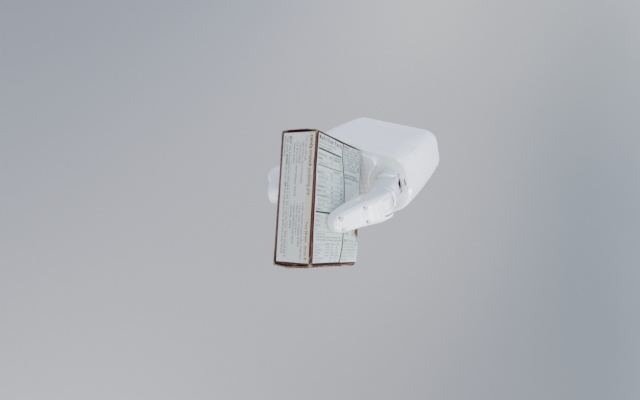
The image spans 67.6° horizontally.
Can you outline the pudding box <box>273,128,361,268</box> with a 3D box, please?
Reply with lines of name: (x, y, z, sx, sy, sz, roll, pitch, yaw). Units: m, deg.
pudding box: (0.000, 0.001, 0.416, 0.039, 0.113, 0.090, -1, -6, 29)
